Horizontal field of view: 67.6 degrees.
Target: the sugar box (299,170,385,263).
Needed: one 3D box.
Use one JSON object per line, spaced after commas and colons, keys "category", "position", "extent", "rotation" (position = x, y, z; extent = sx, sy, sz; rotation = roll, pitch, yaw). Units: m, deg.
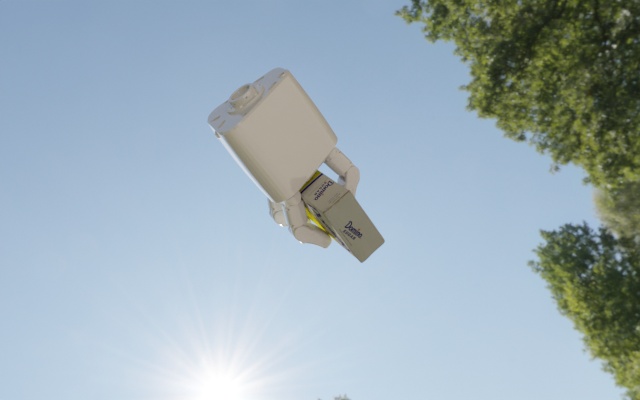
{"category": "sugar box", "position": [0.000, 0.002, 0.603], "extent": [0.048, 0.093, 0.176], "rotation": [-41, 33, -5]}
